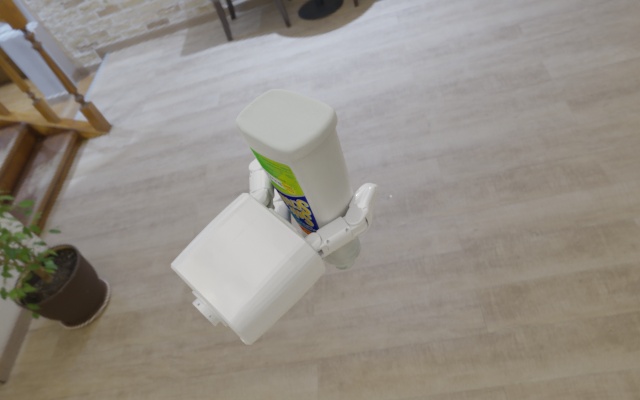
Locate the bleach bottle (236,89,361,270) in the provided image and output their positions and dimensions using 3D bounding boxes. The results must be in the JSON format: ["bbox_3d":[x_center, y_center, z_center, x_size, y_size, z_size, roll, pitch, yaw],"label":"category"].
[{"bbox_3d":[0.000,0.002,0.521,0.102,0.068,0.251,30,-24,39],"label":"bleach bottle"}]
